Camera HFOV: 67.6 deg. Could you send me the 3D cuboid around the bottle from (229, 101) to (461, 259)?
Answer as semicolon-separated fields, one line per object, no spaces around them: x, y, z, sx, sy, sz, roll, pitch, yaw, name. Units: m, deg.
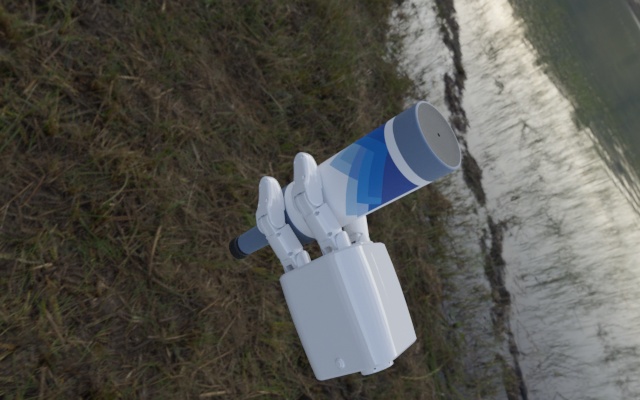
0.000;0.001;0.497;0.296;0.069;0.069;-30;-19;37;bottle
